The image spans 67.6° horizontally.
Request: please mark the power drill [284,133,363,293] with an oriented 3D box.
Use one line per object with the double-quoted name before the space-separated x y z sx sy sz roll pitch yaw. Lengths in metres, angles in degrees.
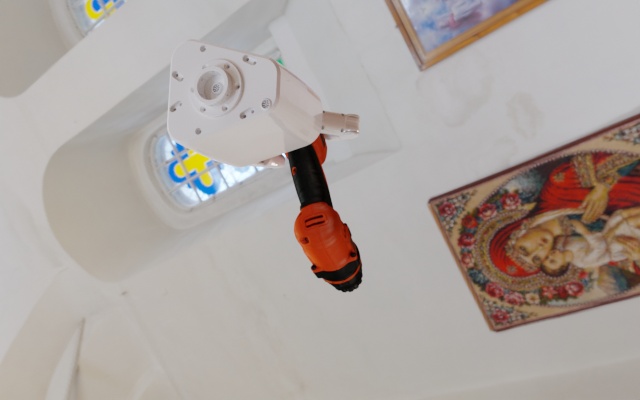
"power drill" 0.000 0.001 0.542 0.057 0.187 0.184 -19 -29 3
